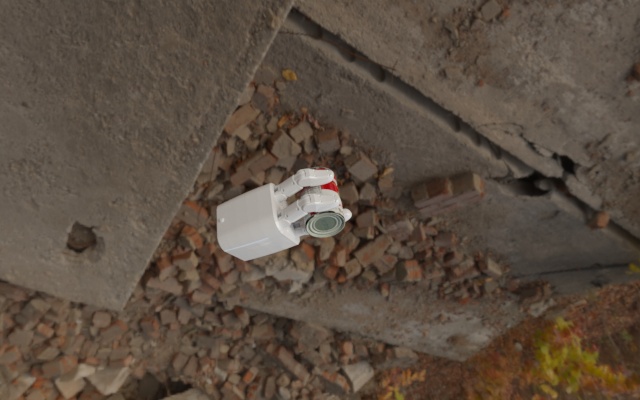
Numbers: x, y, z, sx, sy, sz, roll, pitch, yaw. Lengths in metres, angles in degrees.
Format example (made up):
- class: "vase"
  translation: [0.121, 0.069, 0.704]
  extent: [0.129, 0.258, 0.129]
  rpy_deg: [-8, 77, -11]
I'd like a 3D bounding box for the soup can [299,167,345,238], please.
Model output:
- class: "soup can"
  translation: [0.001, 0.003, 0.801]
  extent: [0.068, 0.102, 0.069]
  rpy_deg: [-7, -40, -6]
